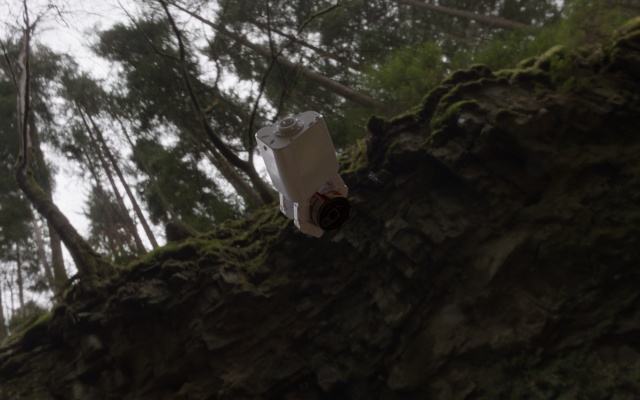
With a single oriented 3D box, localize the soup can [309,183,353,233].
[{"bbox_3d":[0.000,0.003,0.834,0.068,0.068,0.102,0,25,-34],"label":"soup can"}]
